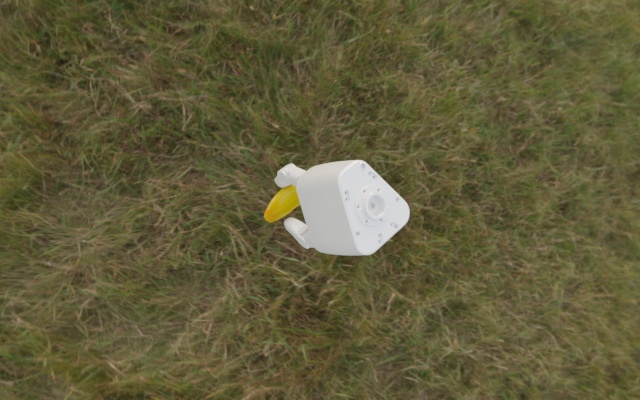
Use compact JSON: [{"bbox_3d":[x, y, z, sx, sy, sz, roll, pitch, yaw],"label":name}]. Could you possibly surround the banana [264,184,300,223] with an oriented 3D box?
[{"bbox_3d":[0.000,-0.017,0.741,0.198,0.069,0.037,-11,6,-31],"label":"banana"}]
